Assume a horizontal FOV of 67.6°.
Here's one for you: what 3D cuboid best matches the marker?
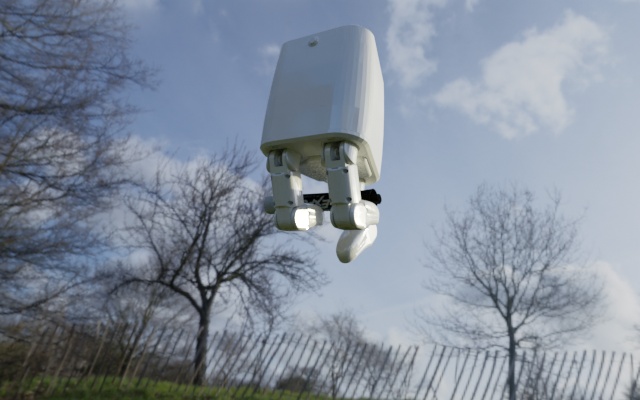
[{"bbox_3d":[0.000,0.002,0.450,0.121,0.020,0.020,-3,-2,30],"label":"marker"}]
